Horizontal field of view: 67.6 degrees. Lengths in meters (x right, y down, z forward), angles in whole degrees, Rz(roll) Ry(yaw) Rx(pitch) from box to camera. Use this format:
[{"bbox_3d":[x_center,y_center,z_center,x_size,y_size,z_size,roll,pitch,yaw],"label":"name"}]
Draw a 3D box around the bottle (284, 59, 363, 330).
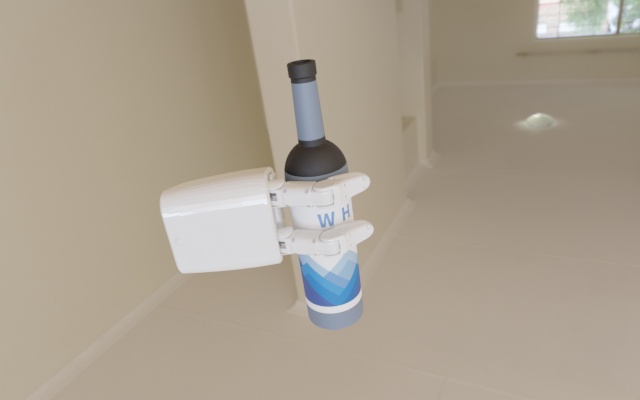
[{"bbox_3d":[0.000,0.002,0.511,0.069,0.296,0.069,-6,25,3],"label":"bottle"}]
